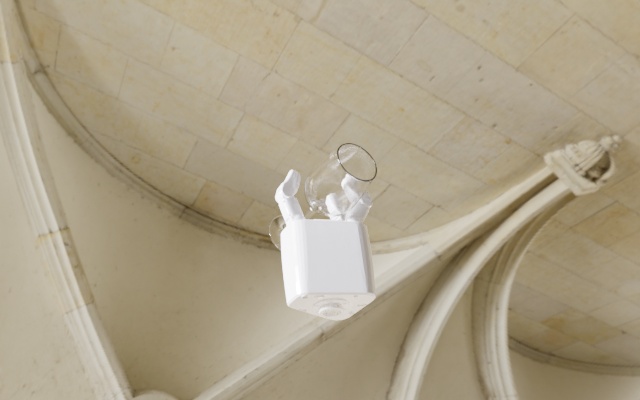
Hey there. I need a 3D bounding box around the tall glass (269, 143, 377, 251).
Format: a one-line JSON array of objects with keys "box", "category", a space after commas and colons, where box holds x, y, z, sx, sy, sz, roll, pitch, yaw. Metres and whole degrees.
[{"box": [0.000, 0.002, 0.689, 0.079, 0.079, 0.201, 0, -32, -35], "category": "tall glass"}]
